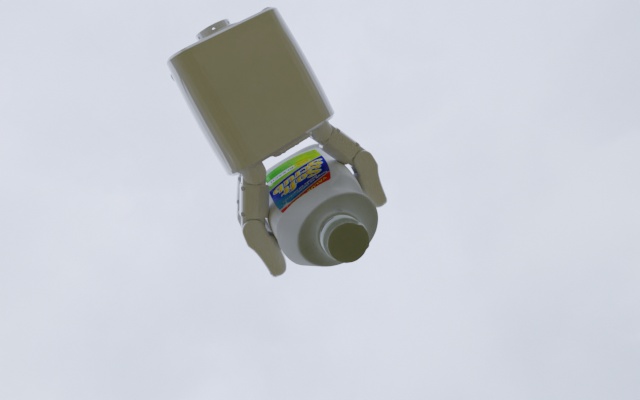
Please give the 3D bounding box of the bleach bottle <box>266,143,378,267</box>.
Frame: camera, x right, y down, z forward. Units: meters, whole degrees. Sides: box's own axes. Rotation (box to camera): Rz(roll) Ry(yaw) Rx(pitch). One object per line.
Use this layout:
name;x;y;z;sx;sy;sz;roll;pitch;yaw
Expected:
bleach bottle;0.000;0.002;0.435;0.102;0.068;0.250;-30;15;-5
